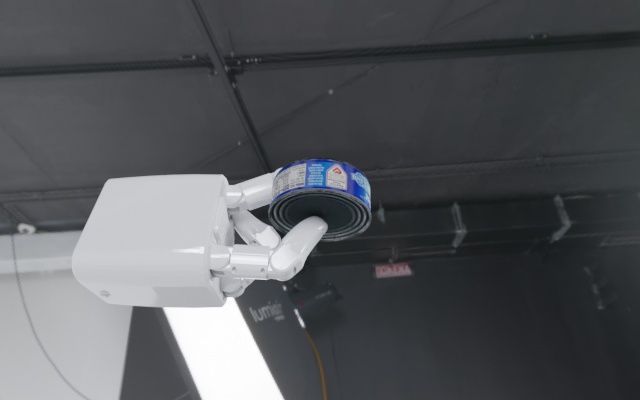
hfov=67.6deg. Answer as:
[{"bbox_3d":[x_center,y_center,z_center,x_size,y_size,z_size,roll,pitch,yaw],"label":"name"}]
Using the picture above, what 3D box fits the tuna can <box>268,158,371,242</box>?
[{"bbox_3d":[0.000,0.001,0.405,0.086,0.033,0.086,2,-31,1],"label":"tuna can"}]
